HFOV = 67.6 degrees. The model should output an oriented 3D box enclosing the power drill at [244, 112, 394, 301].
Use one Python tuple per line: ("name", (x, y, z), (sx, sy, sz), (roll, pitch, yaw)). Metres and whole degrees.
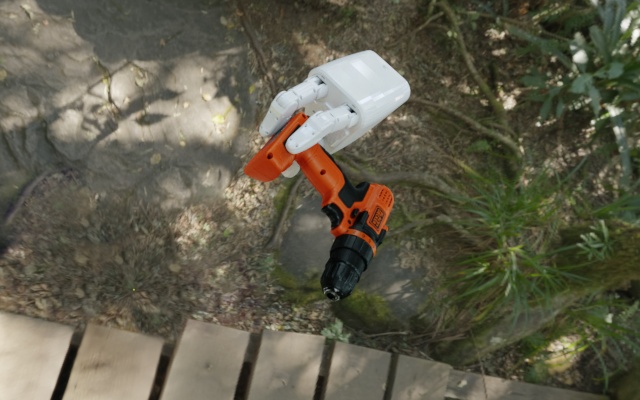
("power drill", (0.000, 0.001, 0.572), (0.057, 0.188, 0.184), (-29, 22, 42))
